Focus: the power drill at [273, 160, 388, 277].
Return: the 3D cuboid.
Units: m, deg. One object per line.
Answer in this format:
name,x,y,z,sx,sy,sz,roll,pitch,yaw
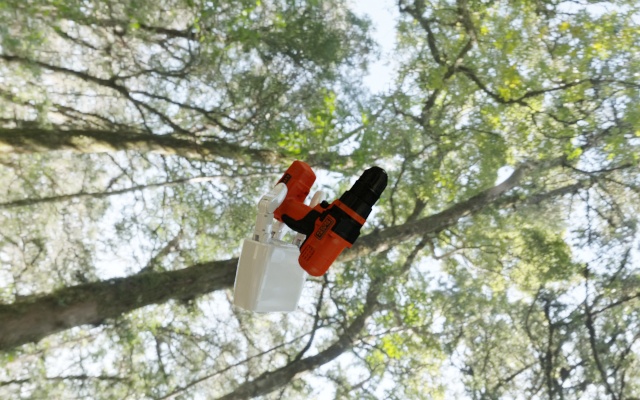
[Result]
power drill,0.000,0.002,0.736,0.057,0.184,0.187,38,0,-38
